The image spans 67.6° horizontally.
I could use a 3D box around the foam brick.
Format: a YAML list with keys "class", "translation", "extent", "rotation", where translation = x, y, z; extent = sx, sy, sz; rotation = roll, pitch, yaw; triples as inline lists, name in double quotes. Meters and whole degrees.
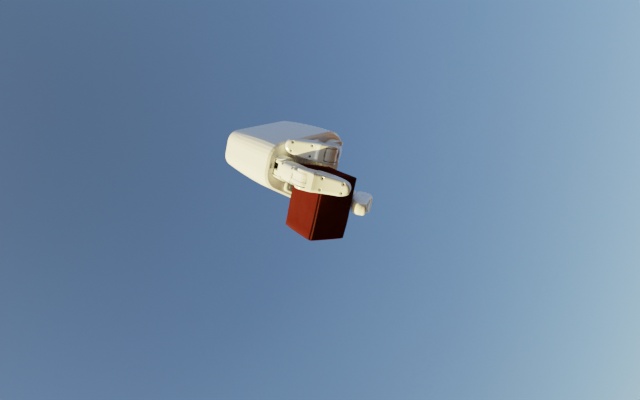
- class: "foam brick"
  translation: [0.000, 0.002, 0.561]
  extent: [0.053, 0.078, 0.051]
  rotation: [2, 15, -41]
